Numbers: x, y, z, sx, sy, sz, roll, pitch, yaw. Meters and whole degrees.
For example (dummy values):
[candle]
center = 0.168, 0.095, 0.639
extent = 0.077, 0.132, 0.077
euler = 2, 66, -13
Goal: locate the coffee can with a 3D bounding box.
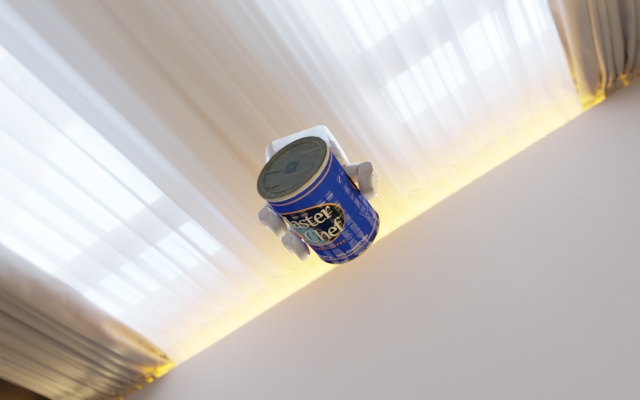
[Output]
[coffee can]
center = 0.000, 0.002, 0.617
extent = 0.103, 0.102, 0.140
euler = 0, -39, 42
